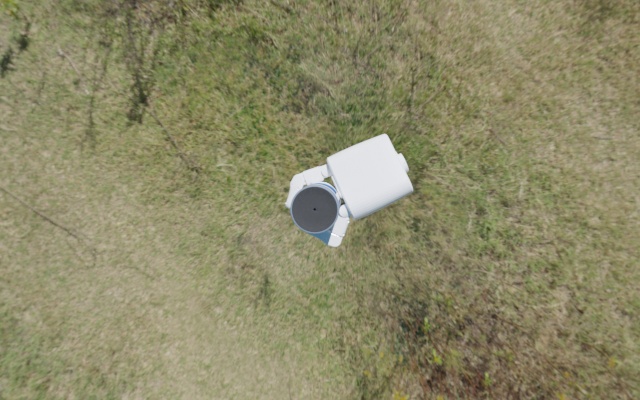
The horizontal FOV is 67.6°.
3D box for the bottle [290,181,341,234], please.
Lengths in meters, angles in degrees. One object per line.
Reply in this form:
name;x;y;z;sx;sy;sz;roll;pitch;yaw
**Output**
bottle;0.000;0.003;0.788;0.069;0.069;0.295;0;4;3
